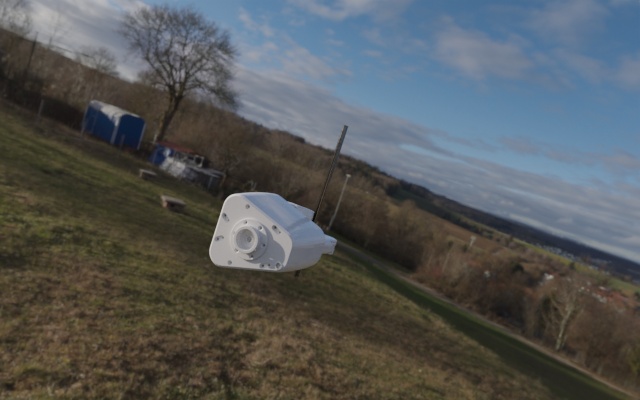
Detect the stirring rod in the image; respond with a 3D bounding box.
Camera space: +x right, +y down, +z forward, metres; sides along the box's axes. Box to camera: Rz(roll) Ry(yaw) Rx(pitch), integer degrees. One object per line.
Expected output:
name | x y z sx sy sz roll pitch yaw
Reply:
stirring rod | 0.000 0.002 0.721 0.011 0.239 0.011 18 5 -2
